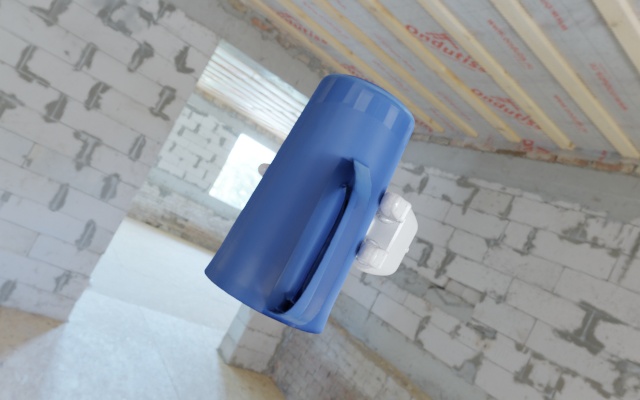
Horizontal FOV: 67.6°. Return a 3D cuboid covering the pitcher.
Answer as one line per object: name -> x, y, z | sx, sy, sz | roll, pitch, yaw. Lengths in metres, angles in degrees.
pitcher -> 0.000, 0.002, 0.478 | 0.149, 0.243, 0.145 | 26, -3, 26
